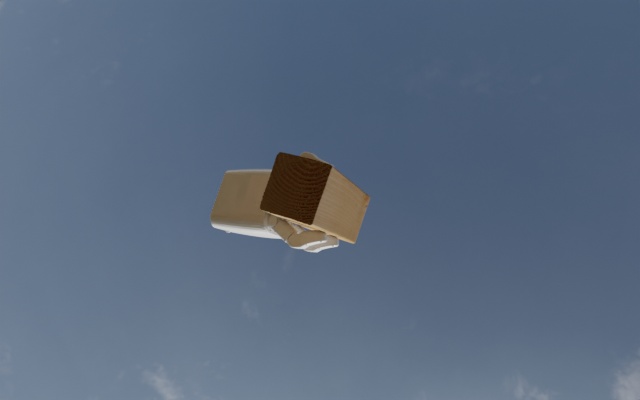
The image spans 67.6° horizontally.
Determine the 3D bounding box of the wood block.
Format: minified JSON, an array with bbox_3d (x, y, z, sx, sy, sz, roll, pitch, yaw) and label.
[{"bbox_3d":[0.000,0.002,0.760,0.090,0.091,0.206,16,-5,23],"label":"wood block"}]
